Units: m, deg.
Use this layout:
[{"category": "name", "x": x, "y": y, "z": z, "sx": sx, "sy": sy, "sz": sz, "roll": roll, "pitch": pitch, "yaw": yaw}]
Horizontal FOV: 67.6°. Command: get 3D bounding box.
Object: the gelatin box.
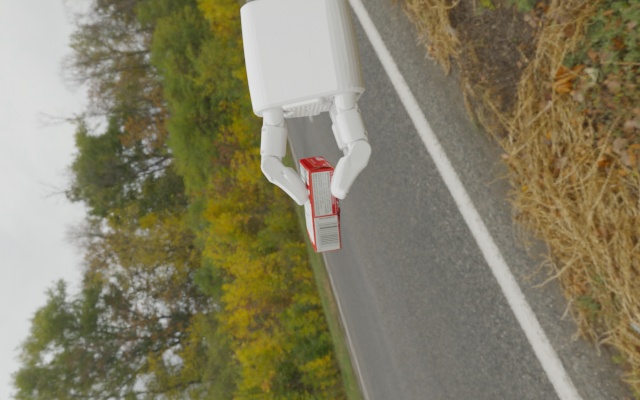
[{"category": "gelatin box", "x": 0.000, "y": 0.002, "z": 0.510, "sx": 0.030, "sy": 0.089, "sz": 0.073, "roll": -7, "pitch": 14, "yaw": -7}]
